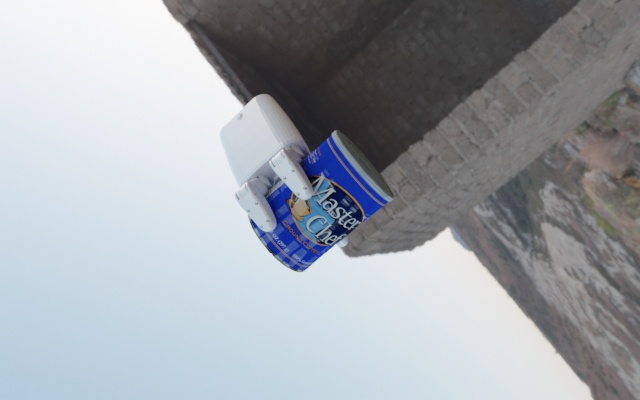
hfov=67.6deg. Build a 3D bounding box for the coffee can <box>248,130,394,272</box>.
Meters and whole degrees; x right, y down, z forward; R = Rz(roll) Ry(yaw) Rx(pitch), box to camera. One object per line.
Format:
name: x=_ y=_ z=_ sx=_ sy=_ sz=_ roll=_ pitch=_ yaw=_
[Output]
coffee can: x=0.000 y=0.002 z=0.561 sx=0.140 sy=0.103 sz=0.103 roll=-40 pitch=-11 yaw=13
